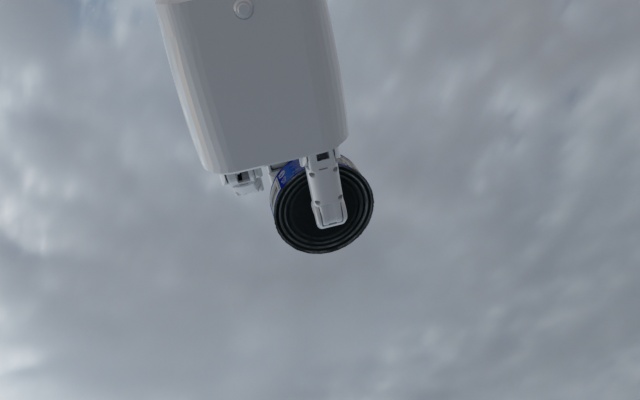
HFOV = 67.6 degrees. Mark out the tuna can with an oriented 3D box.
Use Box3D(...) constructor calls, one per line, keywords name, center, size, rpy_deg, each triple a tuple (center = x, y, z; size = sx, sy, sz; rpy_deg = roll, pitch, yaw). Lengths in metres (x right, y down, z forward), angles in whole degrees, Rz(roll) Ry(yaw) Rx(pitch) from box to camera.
Box3D(name="tuna can", center=(0.000, 0.001, 0.409), size=(0.086, 0.086, 0.033), rpy_deg=(0, 29, -15))
